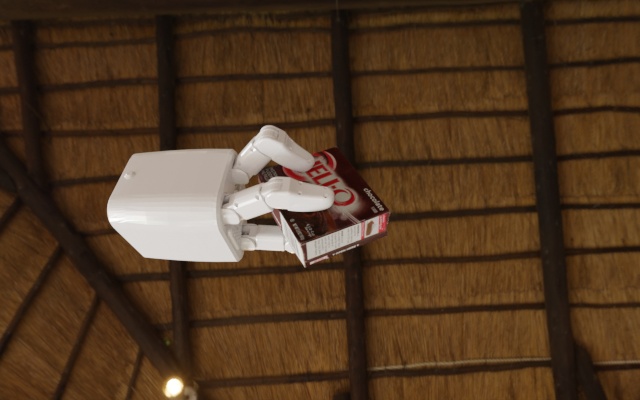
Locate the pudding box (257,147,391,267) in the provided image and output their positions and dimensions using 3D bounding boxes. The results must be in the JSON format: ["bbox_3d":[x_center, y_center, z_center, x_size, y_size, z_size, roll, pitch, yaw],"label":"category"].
[{"bbox_3d":[0.000,0.002,0.461,0.090,0.039,0.113,-20,48,-16],"label":"pudding box"}]
